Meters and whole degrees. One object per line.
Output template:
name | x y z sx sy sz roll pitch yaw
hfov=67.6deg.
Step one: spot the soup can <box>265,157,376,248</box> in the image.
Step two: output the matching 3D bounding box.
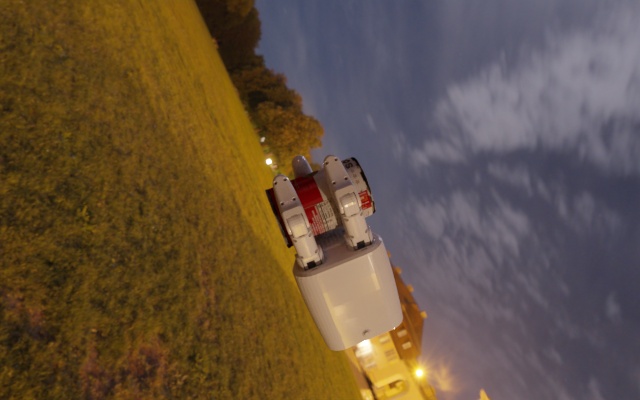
soup can | 0.000 0.001 0.514 0.102 0.068 0.068 -21 1 -4
